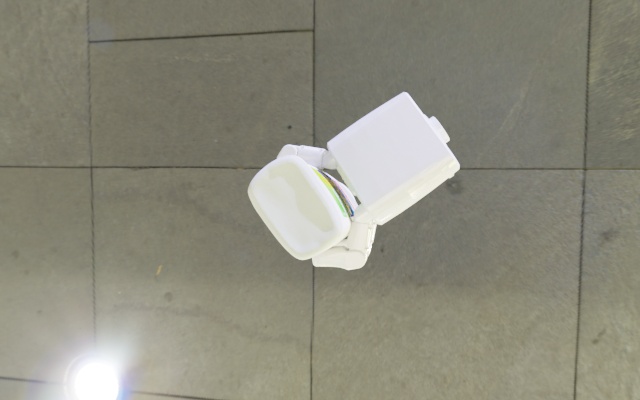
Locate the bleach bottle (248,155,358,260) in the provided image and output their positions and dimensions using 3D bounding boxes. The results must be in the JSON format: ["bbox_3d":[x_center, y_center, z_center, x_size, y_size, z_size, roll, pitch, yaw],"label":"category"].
[{"bbox_3d":[0.000,0.002,0.573,0.068,0.102,0.251,-36,-4,11],"label":"bleach bottle"}]
